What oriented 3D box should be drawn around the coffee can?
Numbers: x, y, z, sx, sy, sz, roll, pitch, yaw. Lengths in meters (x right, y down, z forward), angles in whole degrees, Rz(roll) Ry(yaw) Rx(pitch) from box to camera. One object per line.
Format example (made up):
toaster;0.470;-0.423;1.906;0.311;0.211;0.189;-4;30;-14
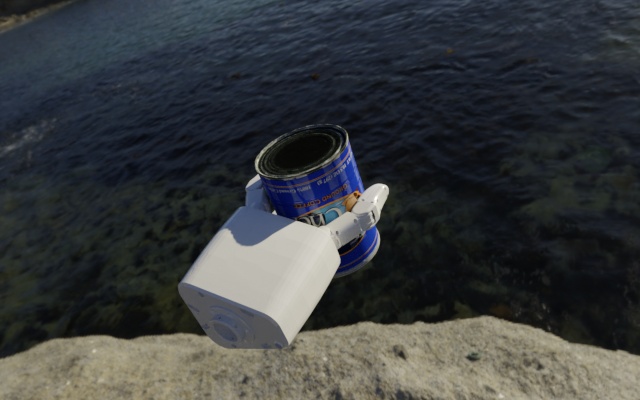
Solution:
coffee can;0.000;0.002;0.531;0.103;0.140;0.102;-14;33;10
